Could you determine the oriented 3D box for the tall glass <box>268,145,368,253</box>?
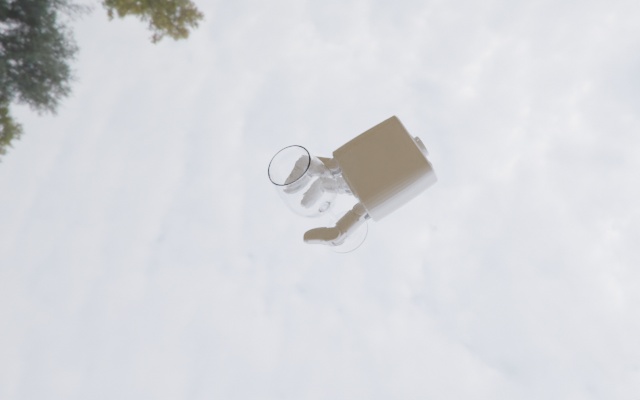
[{"bbox_3d":[0.000,0.003,0.683,0.079,0.079,0.201,0,-28,28],"label":"tall glass"}]
